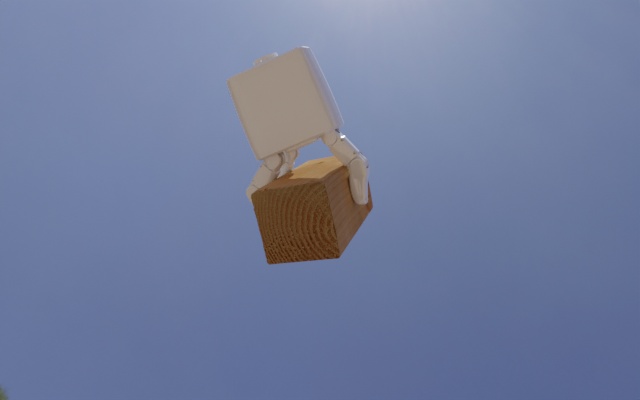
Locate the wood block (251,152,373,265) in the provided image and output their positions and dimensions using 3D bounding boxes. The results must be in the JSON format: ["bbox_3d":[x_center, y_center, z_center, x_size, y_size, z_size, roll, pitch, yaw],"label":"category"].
[{"bbox_3d":[0.000,0.002,0.621,0.091,0.090,0.206,-8,12,19],"label":"wood block"}]
